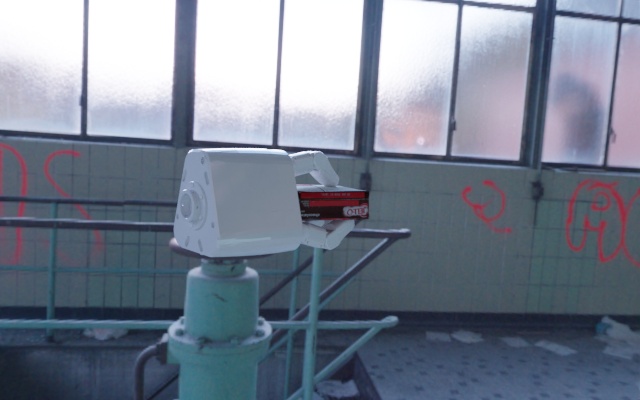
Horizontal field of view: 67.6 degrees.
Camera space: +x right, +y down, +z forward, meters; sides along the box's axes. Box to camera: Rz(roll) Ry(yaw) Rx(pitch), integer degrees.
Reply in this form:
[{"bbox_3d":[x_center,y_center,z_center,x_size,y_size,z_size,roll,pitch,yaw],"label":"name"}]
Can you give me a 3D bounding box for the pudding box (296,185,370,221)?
[{"bbox_3d":[0.000,0.002,0.593,0.090,0.039,0.113,0,6,-16],"label":"pudding box"}]
